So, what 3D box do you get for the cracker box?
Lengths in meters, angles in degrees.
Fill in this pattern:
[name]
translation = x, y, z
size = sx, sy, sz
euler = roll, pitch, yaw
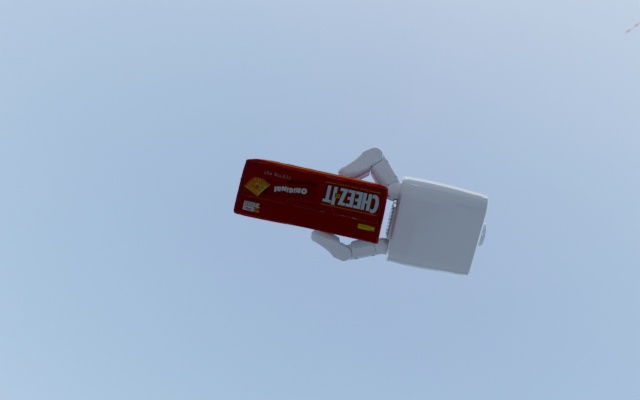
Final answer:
[cracker box]
translation = 0.000, 0.002, 0.620
size = 0.164, 0.072, 0.214
euler = 11, -1, 6
